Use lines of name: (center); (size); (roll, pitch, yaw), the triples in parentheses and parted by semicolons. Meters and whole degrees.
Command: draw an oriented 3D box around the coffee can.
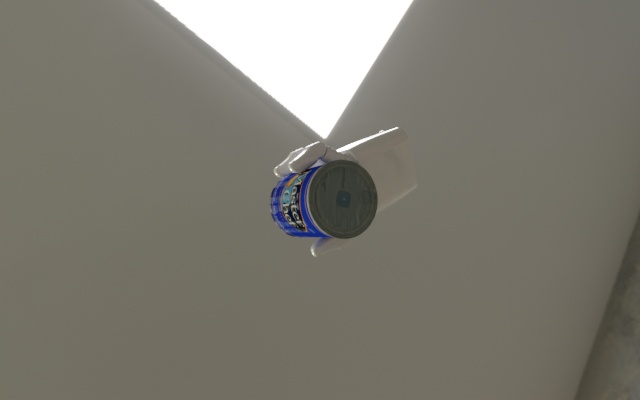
coffee can: (0.000, 0.002, 0.675); (0.103, 0.103, 0.140); (0, -3, -27)
